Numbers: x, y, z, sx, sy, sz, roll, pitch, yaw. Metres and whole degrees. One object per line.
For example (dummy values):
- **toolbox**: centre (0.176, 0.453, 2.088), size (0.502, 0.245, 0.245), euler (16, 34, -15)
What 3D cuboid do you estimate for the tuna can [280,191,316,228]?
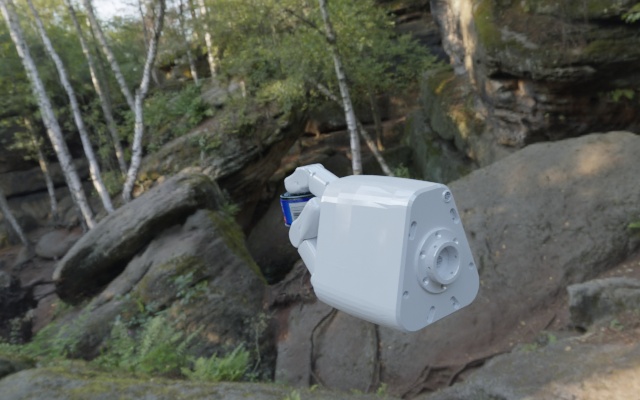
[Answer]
- **tuna can**: centre (0.000, 0.001, 0.518), size (0.086, 0.034, 0.086), euler (-12, 10, 2)
